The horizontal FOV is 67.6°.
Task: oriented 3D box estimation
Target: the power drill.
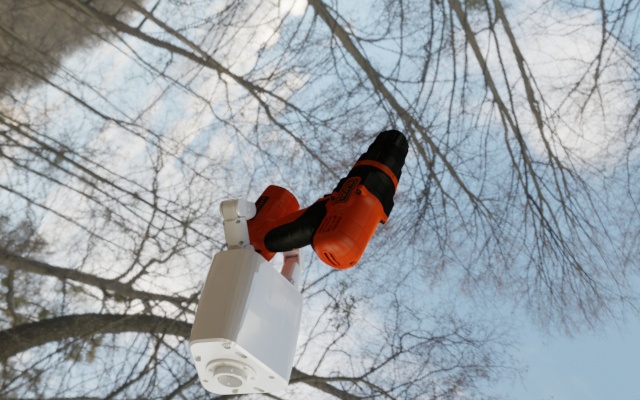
[{"bbox_3d":[0.000,0.002,0.530,0.188,0.057,0.184,-16,31,44],"label":"power drill"}]
